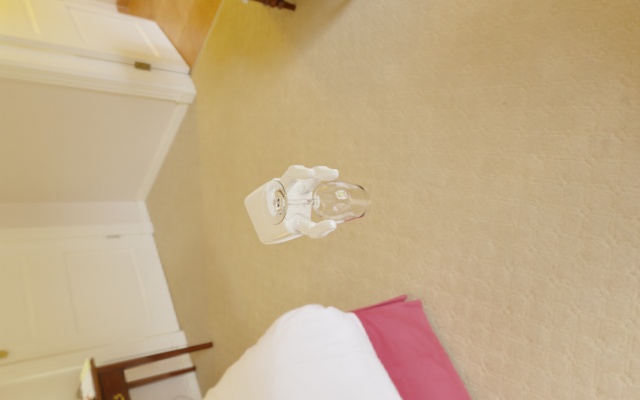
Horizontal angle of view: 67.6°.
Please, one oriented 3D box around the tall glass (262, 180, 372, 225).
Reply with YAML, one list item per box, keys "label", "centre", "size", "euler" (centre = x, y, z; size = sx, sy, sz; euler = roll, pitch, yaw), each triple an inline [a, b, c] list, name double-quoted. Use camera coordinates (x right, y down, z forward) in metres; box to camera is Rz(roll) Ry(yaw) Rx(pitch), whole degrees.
- label: "tall glass"
  centre: [0.000, 0.003, 0.849]
  size: [0.201, 0.079, 0.079]
  euler: [-1, 0, -39]
